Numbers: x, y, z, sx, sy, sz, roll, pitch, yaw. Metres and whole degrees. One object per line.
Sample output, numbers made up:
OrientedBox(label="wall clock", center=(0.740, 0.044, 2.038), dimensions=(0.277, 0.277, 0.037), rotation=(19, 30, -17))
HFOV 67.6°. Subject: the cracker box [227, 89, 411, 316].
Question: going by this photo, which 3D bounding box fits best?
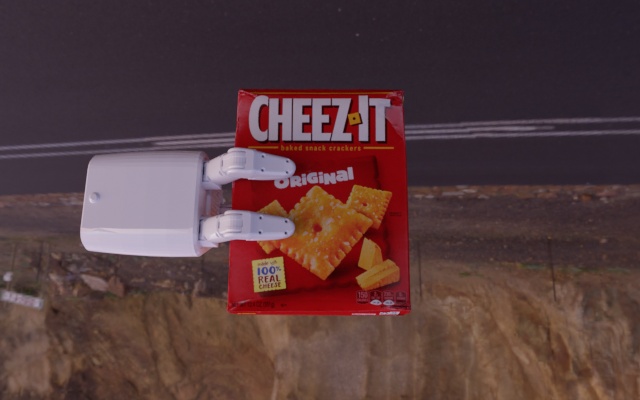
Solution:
OrientedBox(label="cracker box", center=(0.000, 0.002, 0.462), dimensions=(0.164, 0.213, 0.072), rotation=(0, -13, 0))
